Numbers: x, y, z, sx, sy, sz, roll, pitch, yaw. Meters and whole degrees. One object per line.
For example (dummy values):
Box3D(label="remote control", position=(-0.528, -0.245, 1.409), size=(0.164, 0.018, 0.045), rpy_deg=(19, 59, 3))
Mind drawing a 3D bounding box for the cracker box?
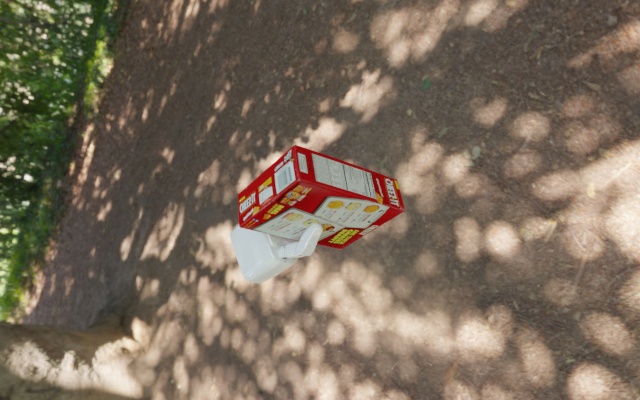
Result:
Box3D(label="cracker box", position=(0.000, 0.003, 0.768), size=(0.214, 0.072, 0.164), rpy_deg=(15, -36, -36))
